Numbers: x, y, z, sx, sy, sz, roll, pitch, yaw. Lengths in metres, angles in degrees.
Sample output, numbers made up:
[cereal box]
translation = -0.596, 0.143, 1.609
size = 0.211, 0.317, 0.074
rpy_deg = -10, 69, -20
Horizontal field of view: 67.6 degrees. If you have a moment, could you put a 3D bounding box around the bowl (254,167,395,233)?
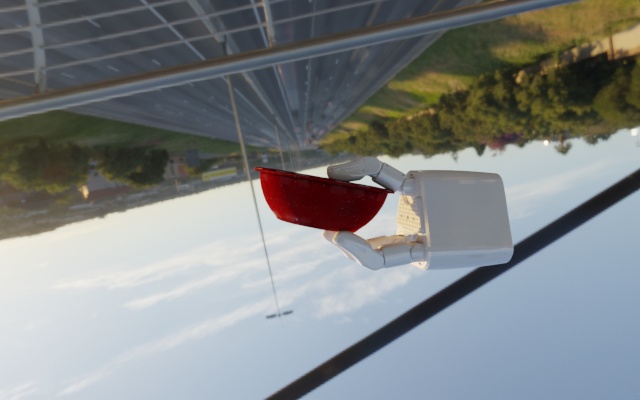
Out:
[bowl]
translation = -0.001, 0.002, 0.545
size = 0.162, 0.055, 0.162
rpy_deg = 10, 1, 0
